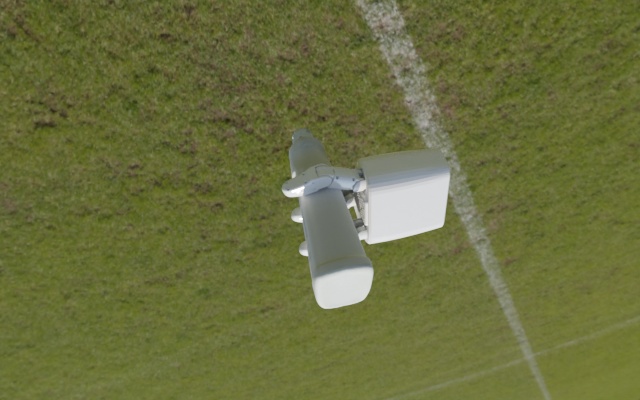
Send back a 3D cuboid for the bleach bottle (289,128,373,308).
[{"bbox_3d":[0.000,0.002,0.607,0.068,0.250,0.103,-11,-34,-6],"label":"bleach bottle"}]
